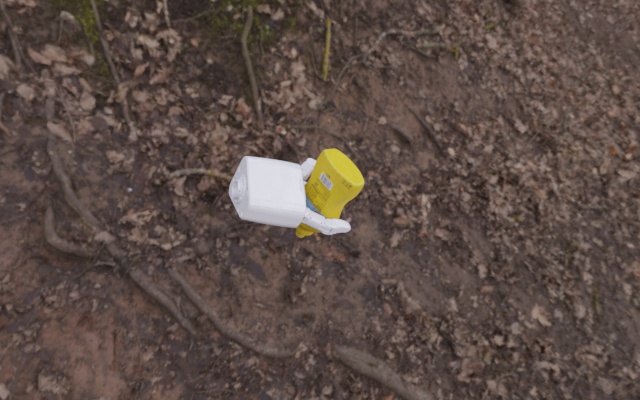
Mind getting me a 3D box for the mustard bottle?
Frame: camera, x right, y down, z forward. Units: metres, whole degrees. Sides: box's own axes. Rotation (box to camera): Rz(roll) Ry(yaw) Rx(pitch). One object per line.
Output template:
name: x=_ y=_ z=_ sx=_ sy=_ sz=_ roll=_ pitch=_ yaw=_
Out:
mustard bottle: x=0.001 y=0.003 z=0.891 sx=0.058 sy=0.096 sz=0.192 roll=-15 pitch=-33 yaw=-46
